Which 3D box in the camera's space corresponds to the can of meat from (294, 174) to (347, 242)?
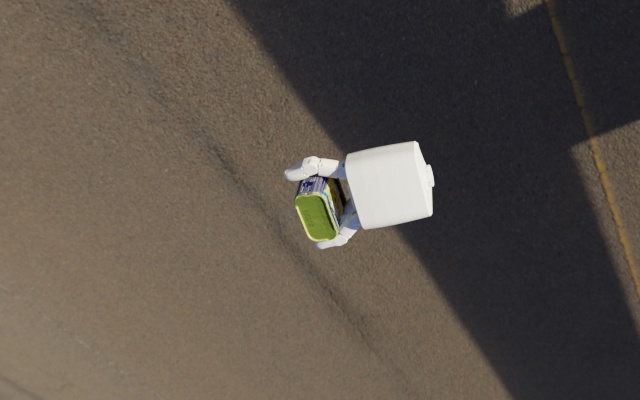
[{"bbox_3d":[0.000,0.003,0.754,0.057,0.102,0.084,-8,37,18],"label":"can of meat"}]
